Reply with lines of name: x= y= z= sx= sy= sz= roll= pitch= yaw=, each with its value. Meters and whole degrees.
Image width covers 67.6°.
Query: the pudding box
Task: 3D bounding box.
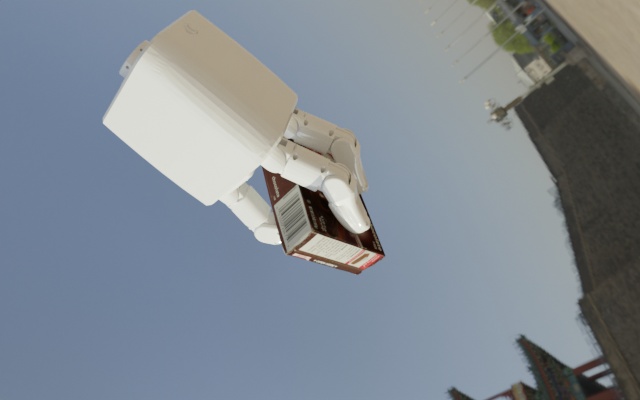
pudding box: x=0.000 y=0.001 z=0.411 sx=0.090 sy=0.113 sz=0.039 roll=21 pitch=-49 yaw=-42
